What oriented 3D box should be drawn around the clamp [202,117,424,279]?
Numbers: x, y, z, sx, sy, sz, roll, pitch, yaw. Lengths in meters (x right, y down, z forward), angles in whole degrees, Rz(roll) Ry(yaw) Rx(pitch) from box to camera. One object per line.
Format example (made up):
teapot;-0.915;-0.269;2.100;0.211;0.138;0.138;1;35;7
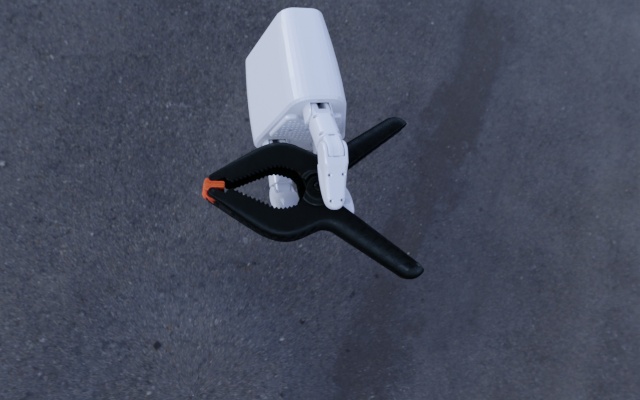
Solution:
clamp;0.000;0.001;0.443;0.210;0.164;0.036;-5;-17;-17
